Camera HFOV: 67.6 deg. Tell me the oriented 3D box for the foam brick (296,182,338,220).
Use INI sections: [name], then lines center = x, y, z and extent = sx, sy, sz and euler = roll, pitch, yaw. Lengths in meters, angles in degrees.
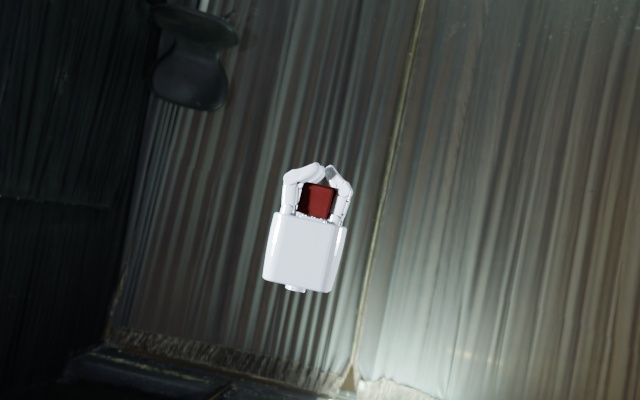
[foam brick]
center = 0.000, 0.003, 0.783
extent = 0.053, 0.051, 0.078
euler = 13, -2, 16
